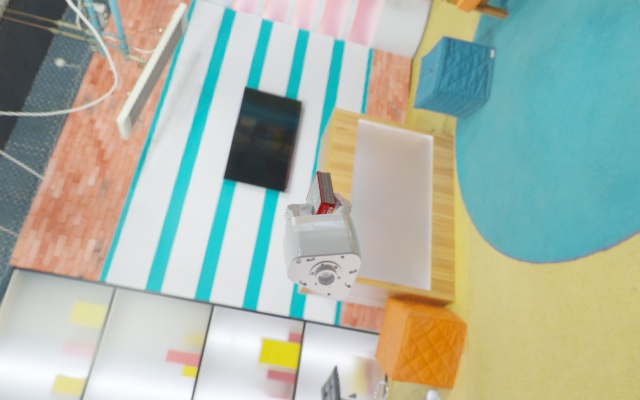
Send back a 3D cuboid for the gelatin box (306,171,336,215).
[{"bbox_3d":[0.000,0.003,0.862,0.030,0.073,0.089,8,42,-16],"label":"gelatin box"}]
